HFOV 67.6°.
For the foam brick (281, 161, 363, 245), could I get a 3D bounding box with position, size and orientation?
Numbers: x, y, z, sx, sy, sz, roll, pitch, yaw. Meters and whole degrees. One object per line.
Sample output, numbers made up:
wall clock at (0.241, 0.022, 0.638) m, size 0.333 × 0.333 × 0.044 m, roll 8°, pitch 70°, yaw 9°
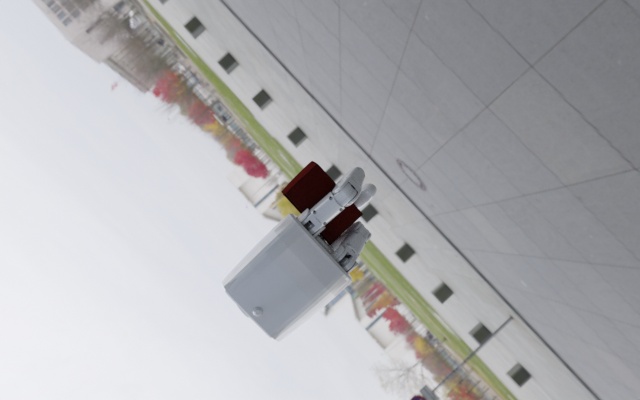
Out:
foam brick at (0.000, 0.001, 0.536) m, size 0.051 × 0.078 × 0.053 m, roll -42°, pitch 10°, yaw -1°
